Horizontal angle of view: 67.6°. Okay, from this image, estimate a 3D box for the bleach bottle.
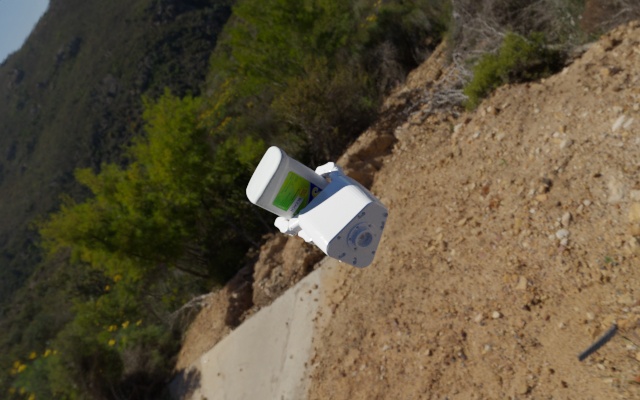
[{"bbox_3d":[0.000,0.003,0.845,0.251,0.102,0.068,25,11,-32],"label":"bleach bottle"}]
